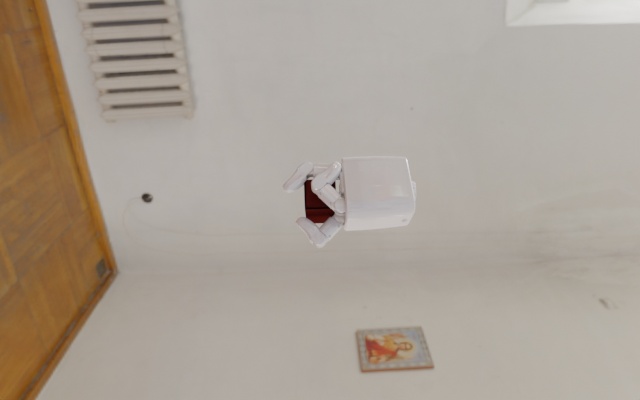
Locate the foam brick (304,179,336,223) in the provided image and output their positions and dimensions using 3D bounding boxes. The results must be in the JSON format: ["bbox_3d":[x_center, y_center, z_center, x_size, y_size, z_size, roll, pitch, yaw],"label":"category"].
[{"bbox_3d":[0.000,0.003,0.793,0.051,0.053,0.078,-2,-19,0],"label":"foam brick"}]
